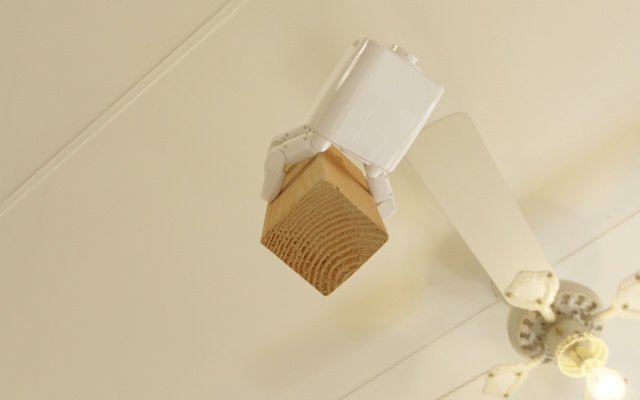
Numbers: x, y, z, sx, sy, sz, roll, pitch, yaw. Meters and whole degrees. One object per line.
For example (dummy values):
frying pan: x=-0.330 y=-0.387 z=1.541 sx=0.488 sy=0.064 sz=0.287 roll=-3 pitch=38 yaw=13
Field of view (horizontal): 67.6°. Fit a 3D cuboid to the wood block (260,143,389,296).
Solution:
wood block: x=0.001 y=0.002 z=0.539 sx=0.091 sy=0.090 sz=0.206 roll=41 pitch=14 yaw=-15
